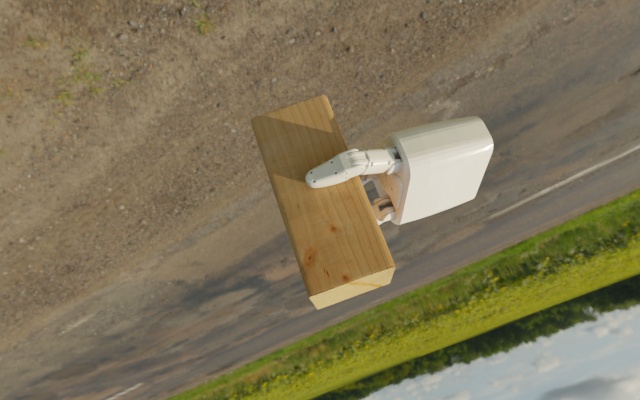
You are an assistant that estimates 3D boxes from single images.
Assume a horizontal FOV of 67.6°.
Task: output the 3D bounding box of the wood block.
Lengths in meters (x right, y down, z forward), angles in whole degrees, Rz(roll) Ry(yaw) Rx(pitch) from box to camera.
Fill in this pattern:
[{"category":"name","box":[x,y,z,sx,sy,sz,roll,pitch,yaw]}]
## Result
[{"category":"wood block","box":[0.000,0.002,0.527,0.090,0.206,0.091,-19,-21,-3]}]
